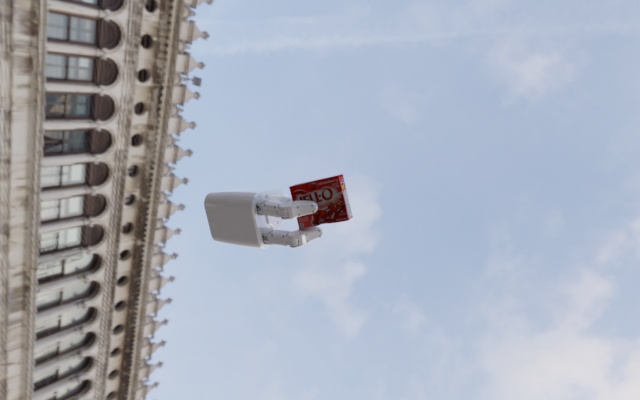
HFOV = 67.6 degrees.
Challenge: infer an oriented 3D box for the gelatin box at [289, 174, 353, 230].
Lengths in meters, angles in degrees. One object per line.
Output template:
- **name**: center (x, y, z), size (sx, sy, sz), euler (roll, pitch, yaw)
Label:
- **gelatin box**: center (0.001, 0.002, 0.767), size (0.089, 0.073, 0.030), euler (-11, 5, 20)
